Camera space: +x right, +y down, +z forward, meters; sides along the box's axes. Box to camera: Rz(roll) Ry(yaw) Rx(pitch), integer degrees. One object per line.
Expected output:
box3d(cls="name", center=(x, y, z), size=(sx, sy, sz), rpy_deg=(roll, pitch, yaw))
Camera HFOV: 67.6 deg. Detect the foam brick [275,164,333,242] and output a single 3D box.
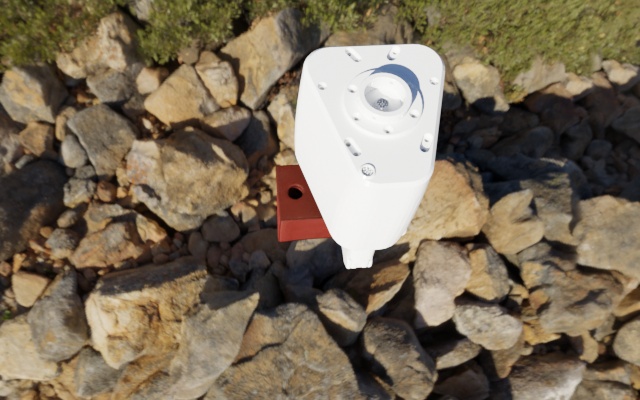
box3d(cls="foam brick", center=(0.000, 0.002, 0.415), size=(0.078, 0.053, 0.051), rpy_deg=(-4, -24, -5))
